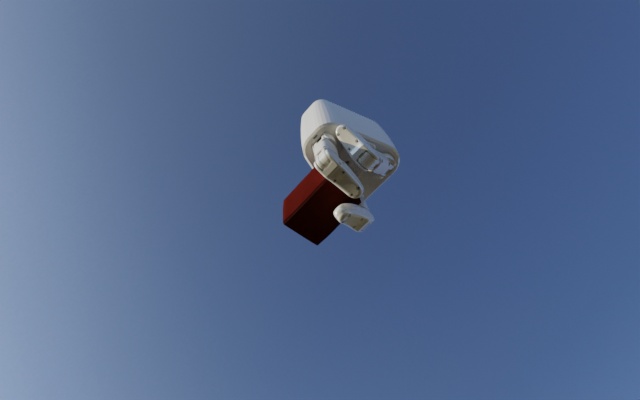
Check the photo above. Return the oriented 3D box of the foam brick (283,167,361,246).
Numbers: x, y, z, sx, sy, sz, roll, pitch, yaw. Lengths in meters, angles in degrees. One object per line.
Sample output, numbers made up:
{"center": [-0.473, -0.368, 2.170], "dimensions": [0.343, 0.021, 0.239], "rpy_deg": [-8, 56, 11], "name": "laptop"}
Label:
{"center": [0.000, 0.002, 0.553], "dimensions": [0.053, 0.078, 0.051], "rpy_deg": [37, 19, -23], "name": "foam brick"}
